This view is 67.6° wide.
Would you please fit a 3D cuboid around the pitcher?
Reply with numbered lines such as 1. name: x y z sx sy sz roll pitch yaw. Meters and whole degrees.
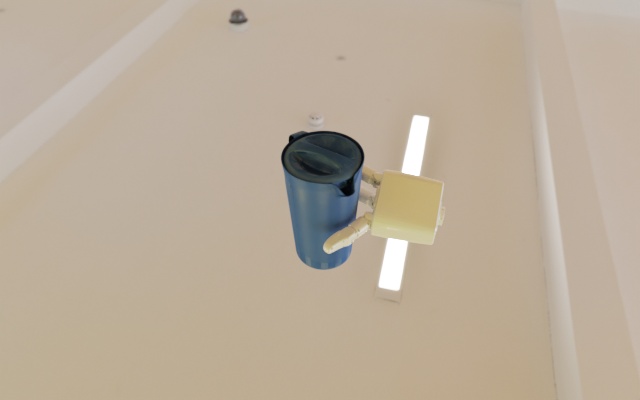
1. pitcher: 0.000 0.003 0.843 0.145 0.243 0.149 9 46 10
